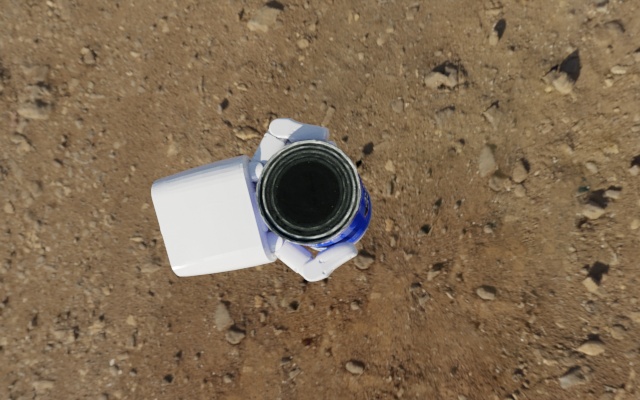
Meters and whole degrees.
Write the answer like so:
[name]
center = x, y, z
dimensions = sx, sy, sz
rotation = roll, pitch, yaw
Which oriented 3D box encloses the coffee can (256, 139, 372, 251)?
[coffee can]
center = 0.000, 0.002, 0.521
dimensions = 0.103, 0.103, 0.140
rotation = 0, -9, 10
